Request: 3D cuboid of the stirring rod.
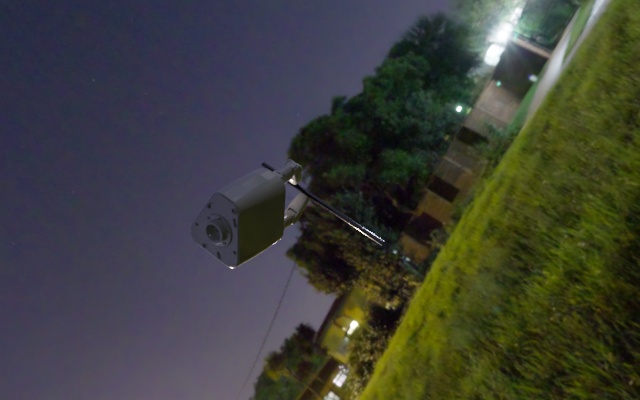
[{"bbox_3d":[0.000,0.003,0.769,0.239,0.011,0.011,33,10,16],"label":"stirring rod"}]
